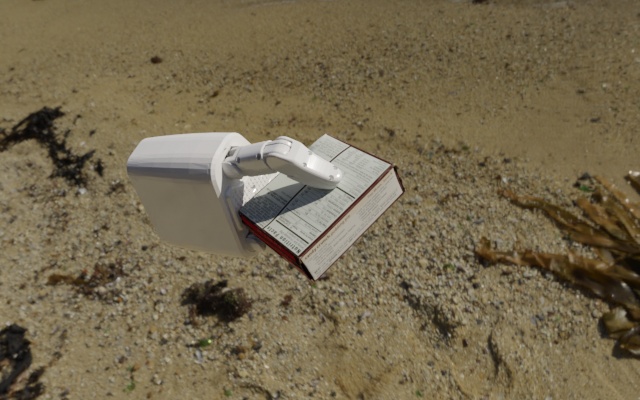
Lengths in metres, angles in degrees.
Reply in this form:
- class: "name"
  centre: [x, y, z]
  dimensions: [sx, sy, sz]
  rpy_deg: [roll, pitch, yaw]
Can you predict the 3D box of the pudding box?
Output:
- class: "pudding box"
  centre: [0.000, 0.001, 0.401]
  dimensions: [0.090, 0.113, 0.039]
  rpy_deg: [32, -19, 42]
